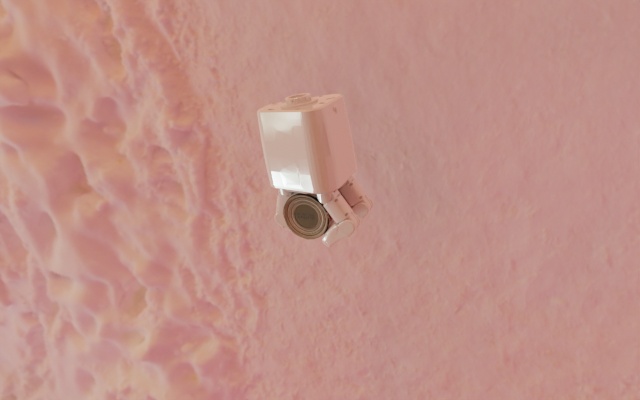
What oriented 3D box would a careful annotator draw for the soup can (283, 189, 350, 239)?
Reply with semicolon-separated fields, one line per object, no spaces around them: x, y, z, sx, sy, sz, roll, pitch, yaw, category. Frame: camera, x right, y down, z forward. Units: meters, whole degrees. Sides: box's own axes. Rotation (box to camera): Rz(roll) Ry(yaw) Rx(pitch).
0.000;0.003;0.665;0.068;0.068;0.102;0;23;25;soup can
